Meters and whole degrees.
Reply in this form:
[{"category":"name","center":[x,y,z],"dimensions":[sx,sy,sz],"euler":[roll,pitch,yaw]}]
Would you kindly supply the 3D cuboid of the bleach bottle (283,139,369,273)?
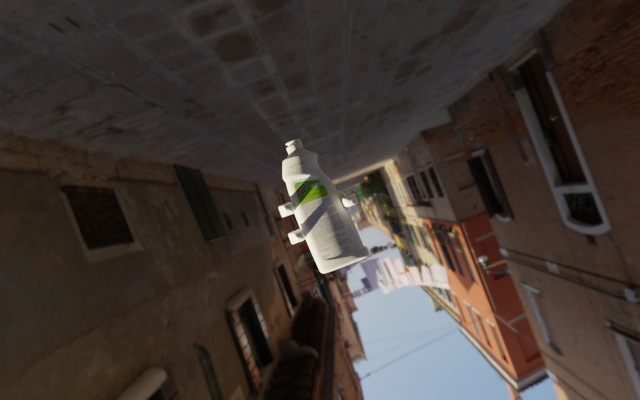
[{"category":"bleach bottle","center":[0.000,0.003,0.899],"dimensions":[0.102,0.251,0.068],"euler":[-21,-1,-2]}]
